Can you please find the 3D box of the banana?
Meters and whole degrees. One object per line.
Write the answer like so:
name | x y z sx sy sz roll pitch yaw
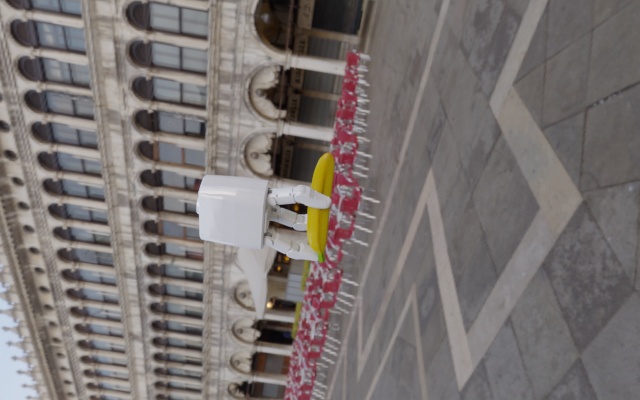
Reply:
banana | 0.000 0.000 0.803 0.037 0.197 0.070 6 -17 2
